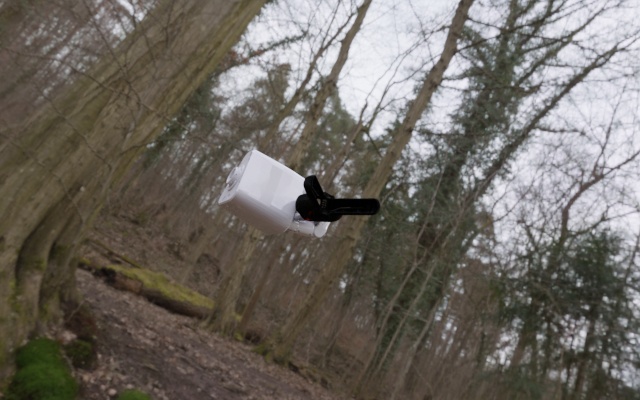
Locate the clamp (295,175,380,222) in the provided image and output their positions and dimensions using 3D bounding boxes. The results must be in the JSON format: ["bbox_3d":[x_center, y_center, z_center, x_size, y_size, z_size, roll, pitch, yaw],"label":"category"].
[{"bbox_3d":[0.000,0.002,0.745,0.120,0.039,0.171,30,-24,-22],"label":"clamp"}]
